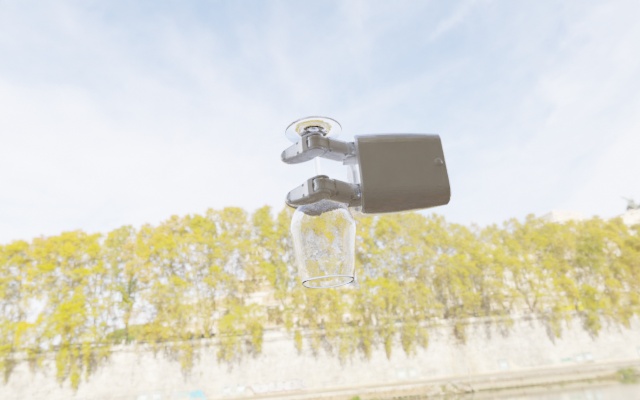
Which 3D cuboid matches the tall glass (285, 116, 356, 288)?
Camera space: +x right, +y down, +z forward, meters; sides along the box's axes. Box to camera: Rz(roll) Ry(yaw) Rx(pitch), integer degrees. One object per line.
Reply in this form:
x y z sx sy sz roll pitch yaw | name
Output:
0.000 0.001 0.584 0.079 0.201 0.079 -5 -21 -2 | tall glass
